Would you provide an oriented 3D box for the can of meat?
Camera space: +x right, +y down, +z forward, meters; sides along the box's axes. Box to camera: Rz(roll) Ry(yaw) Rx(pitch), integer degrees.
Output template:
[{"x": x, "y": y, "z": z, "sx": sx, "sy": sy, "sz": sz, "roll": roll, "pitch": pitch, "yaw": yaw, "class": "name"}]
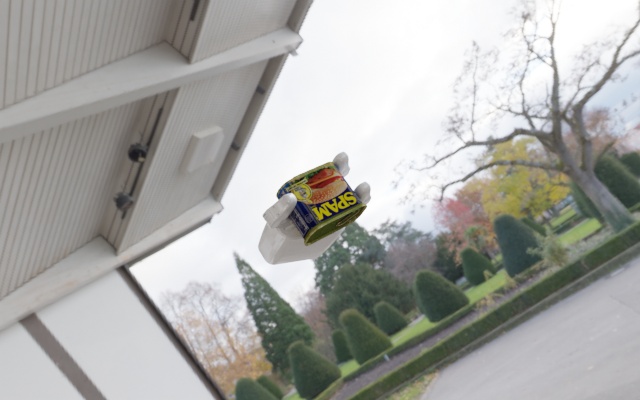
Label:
[{"x": 0.000, "y": 0.002, "z": 0.671, "sx": 0.102, "sy": 0.084, "sz": 0.057, "roll": -25, "pitch": -19, "yaw": -30, "class": "can of meat"}]
